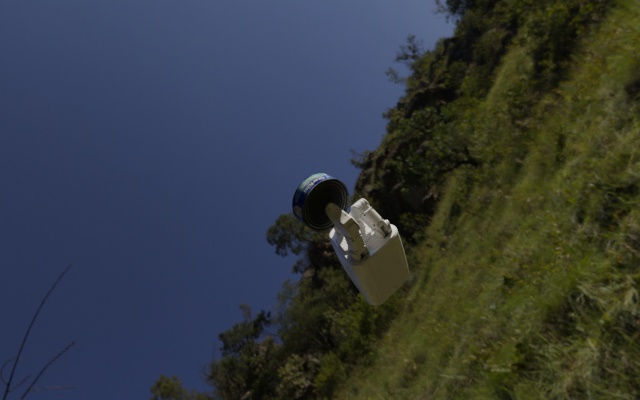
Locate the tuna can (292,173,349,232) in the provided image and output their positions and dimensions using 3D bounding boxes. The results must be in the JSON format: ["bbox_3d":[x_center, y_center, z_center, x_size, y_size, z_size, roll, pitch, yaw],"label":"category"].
[{"bbox_3d":[0.000,0.002,0.726,0.086,0.086,0.033,0,20,-39],"label":"tuna can"}]
